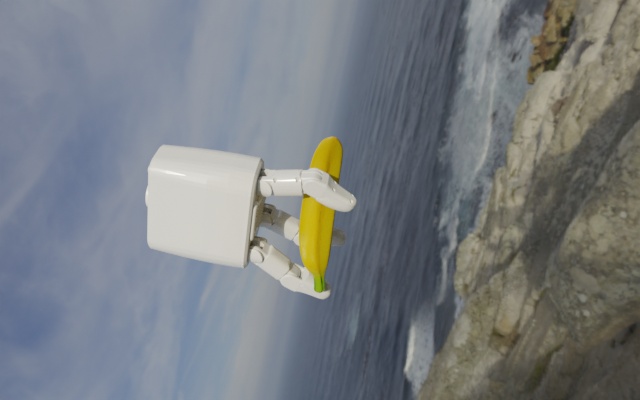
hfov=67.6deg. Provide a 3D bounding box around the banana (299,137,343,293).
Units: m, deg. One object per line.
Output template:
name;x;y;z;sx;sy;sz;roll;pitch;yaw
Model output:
banana;0.000;-0.004;0.528;0.037;0.197;0.070;8;-28;1
